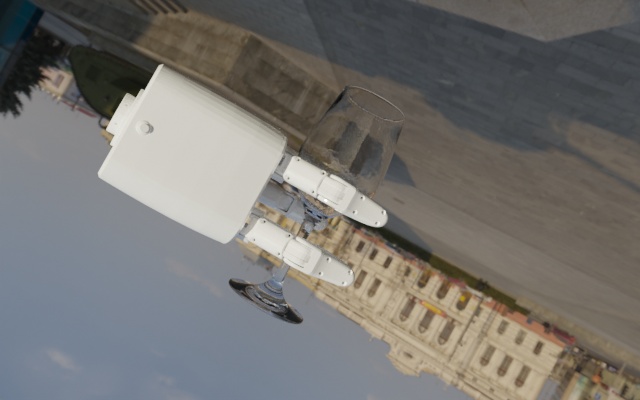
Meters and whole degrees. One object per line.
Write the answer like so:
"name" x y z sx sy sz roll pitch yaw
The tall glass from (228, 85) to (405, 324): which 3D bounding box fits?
"tall glass" 0.000 0.002 0.420 0.079 0.201 0.079 29 -1 1
